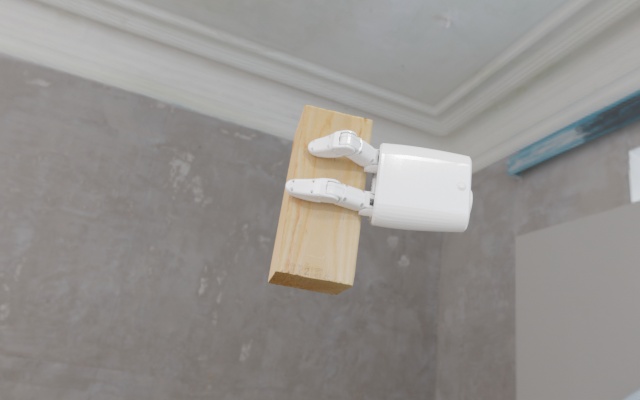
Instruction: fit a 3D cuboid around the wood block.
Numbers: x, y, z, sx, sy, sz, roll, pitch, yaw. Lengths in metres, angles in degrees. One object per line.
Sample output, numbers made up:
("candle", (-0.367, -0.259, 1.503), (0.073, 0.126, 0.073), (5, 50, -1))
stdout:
("wood block", (0.000, 0.002, 0.588), (0.090, 0.206, 0.091), (12, -20, -7))
